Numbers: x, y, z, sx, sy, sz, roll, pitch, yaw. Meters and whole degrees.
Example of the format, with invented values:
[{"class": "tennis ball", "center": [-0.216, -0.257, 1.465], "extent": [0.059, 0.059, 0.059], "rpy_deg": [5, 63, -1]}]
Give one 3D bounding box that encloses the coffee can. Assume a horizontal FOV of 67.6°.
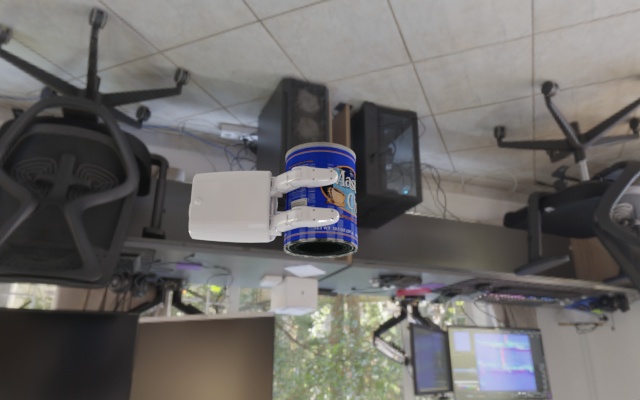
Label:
[{"class": "coffee can", "center": [0.000, 0.002, 0.677], "extent": [0.103, 0.140, 0.103], "rpy_deg": [0, -20, 0]}]
